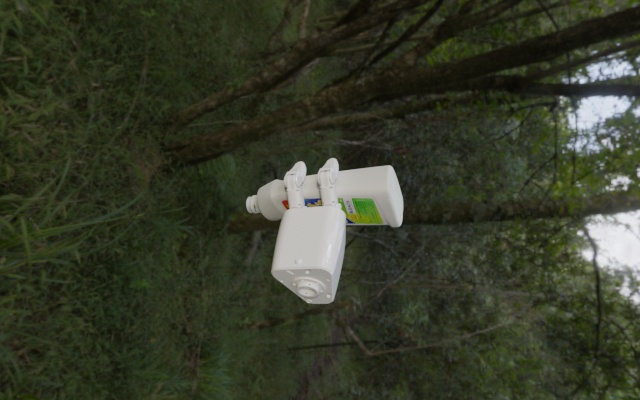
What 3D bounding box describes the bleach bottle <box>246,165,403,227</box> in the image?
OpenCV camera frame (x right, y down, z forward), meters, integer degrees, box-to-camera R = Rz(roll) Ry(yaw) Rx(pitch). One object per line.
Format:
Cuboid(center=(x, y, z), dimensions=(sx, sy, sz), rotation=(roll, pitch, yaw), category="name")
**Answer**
Cuboid(center=(0.000, 0.002, 0.775), dimensions=(0.251, 0.068, 0.103), rotation=(-5, -41, 21), category="bleach bottle")
